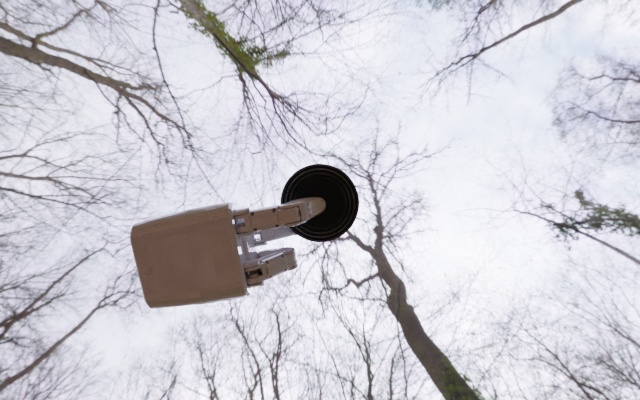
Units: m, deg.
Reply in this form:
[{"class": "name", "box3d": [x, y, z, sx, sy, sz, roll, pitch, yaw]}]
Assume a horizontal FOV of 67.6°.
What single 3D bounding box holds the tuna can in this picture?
[{"class": "tuna can", "box3d": [0.000, 0.002, 0.534, 0.086, 0.086, 0.034, 0, 5, 4]}]
